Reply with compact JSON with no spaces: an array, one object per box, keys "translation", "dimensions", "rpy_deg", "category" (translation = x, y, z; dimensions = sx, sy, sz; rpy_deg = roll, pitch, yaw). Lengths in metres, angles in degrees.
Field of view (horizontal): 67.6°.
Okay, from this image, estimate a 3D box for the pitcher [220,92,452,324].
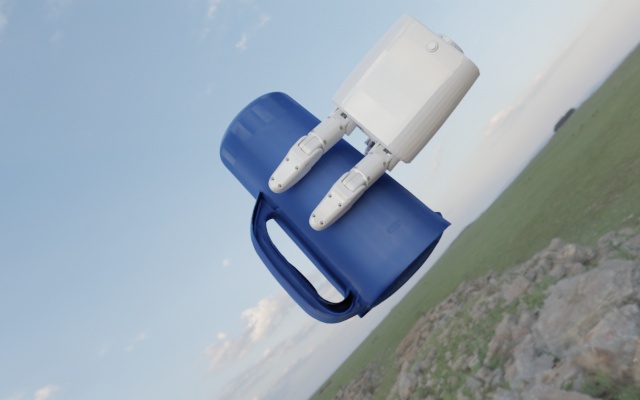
[{"translation":[0.000,0.002,0.506],"dimensions":[0.243,0.145,0.149],"rpy_deg":[43,14,14],"category":"pitcher"}]
